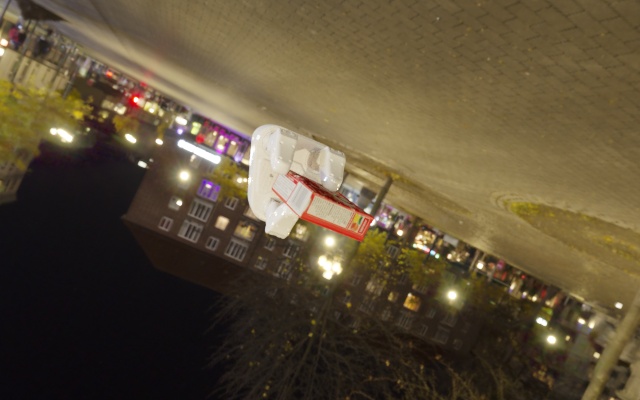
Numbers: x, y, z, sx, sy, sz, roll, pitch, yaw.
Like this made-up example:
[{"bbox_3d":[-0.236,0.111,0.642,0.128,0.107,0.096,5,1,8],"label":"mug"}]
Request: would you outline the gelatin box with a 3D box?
[{"bbox_3d":[0.000,0.002,0.471,0.073,0.030,0.089,23,8,-29],"label":"gelatin box"}]
